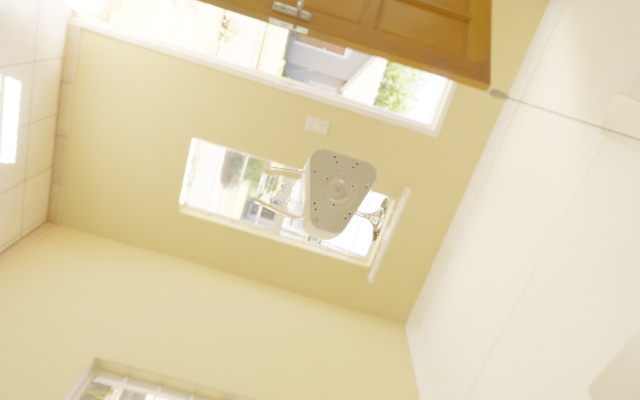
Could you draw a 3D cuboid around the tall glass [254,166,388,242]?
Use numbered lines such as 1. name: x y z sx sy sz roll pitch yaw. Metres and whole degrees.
1. tall glass: 0.001 0.003 0.757 0.201 0.079 0.079 16 -1 -3
